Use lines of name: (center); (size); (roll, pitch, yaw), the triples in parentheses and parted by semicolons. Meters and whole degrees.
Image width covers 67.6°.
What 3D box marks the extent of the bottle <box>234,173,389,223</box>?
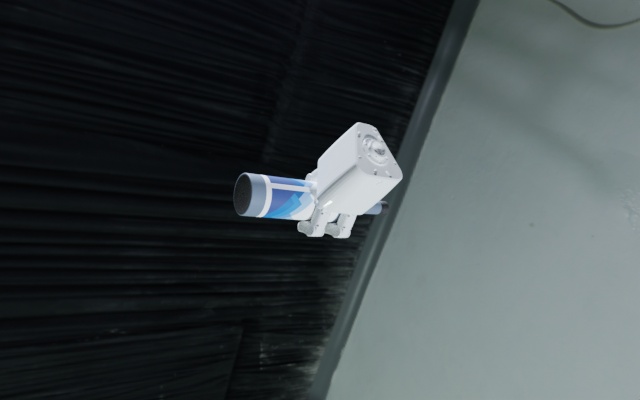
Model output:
bottle: (0.000, 0.003, 0.820); (0.296, 0.069, 0.069); (6, -3, -35)
